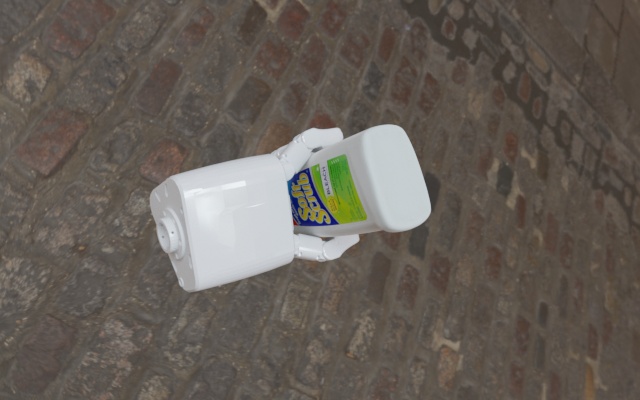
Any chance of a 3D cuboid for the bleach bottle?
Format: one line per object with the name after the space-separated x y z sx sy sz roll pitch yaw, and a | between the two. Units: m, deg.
0.000 0.002 0.530 0.068 0.102 0.251 -15 -3 -37 | bleach bottle
